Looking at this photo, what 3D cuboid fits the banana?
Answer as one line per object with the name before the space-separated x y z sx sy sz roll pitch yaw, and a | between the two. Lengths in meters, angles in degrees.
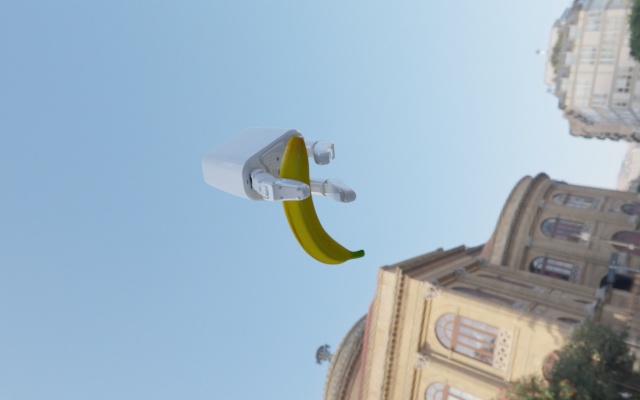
banana | -0.011 0.016 0.597 0.069 0.198 0.037 -43 33 -23
